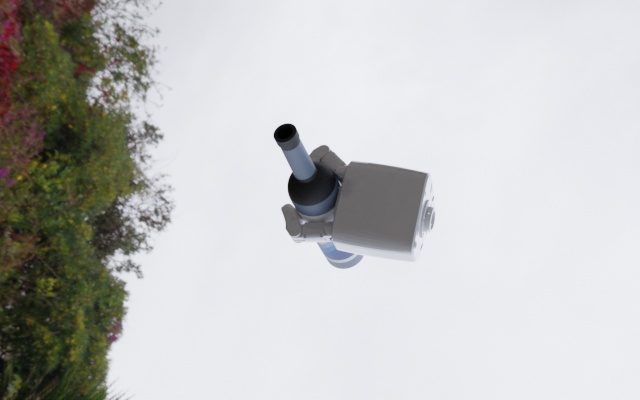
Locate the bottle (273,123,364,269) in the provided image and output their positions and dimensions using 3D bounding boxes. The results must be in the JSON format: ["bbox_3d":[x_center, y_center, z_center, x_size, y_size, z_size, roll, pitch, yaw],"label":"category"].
[{"bbox_3d":[0.000,0.002,0.645,0.069,0.069,0.296,0,-32,18],"label":"bottle"}]
